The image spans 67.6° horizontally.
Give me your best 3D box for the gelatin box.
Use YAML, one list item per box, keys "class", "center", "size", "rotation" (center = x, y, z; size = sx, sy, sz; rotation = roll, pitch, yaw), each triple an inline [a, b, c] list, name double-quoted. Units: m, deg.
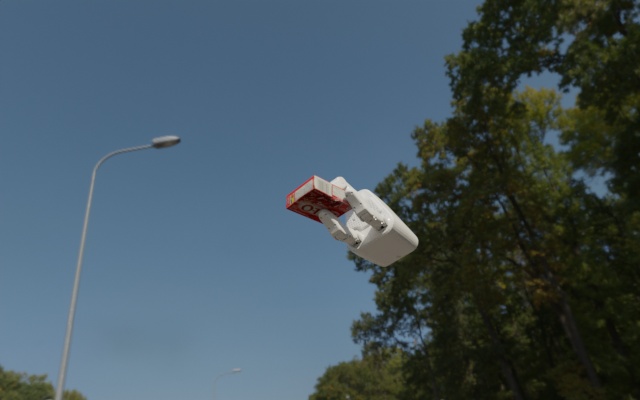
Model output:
- class: "gelatin box"
  center: [0.000, 0.002, 0.783]
  size: [0.089, 0.030, 0.073]
  rotation: [25, -43, -33]
